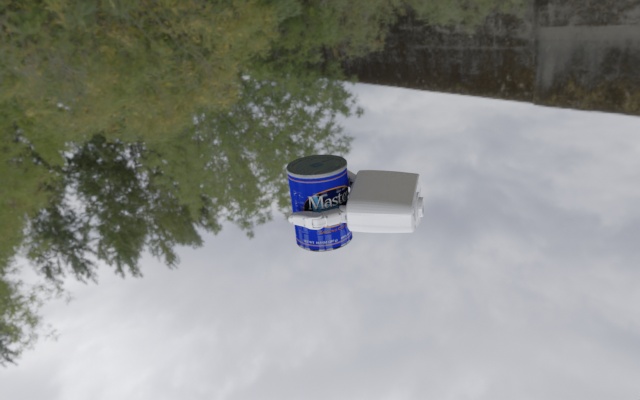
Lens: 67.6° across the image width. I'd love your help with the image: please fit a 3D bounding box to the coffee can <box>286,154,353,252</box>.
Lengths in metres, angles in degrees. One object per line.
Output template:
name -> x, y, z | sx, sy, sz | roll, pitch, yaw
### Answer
coffee can -> 0.000, 0.003, 0.825 | 0.103, 0.140, 0.102 | -5, 23, 2
